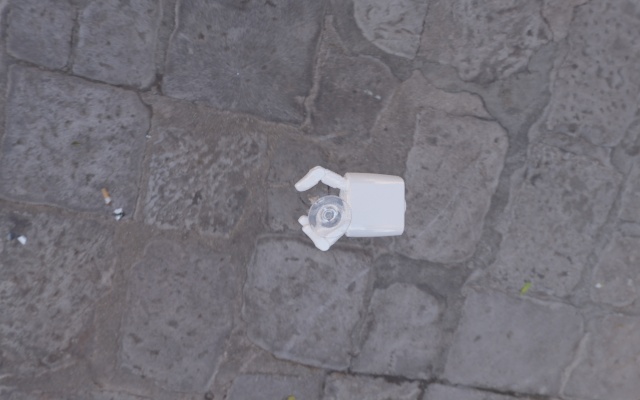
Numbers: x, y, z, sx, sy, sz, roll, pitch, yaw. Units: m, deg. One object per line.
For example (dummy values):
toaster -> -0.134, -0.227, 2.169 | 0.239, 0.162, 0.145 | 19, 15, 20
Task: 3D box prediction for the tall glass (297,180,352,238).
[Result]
tall glass -> 0.000, 0.003, 0.886 | 0.079, 0.079, 0.201 | 0, 15, -10
